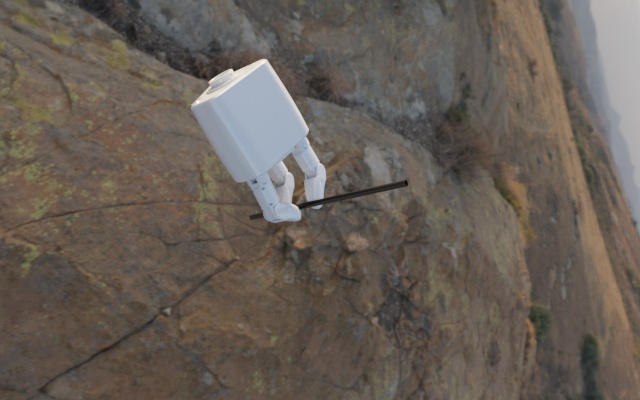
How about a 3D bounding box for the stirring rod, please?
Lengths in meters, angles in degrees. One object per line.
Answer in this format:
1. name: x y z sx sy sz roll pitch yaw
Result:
1. stirring rod: 0.000 0.002 0.612 0.239 0.011 0.011 -13 -7 33
